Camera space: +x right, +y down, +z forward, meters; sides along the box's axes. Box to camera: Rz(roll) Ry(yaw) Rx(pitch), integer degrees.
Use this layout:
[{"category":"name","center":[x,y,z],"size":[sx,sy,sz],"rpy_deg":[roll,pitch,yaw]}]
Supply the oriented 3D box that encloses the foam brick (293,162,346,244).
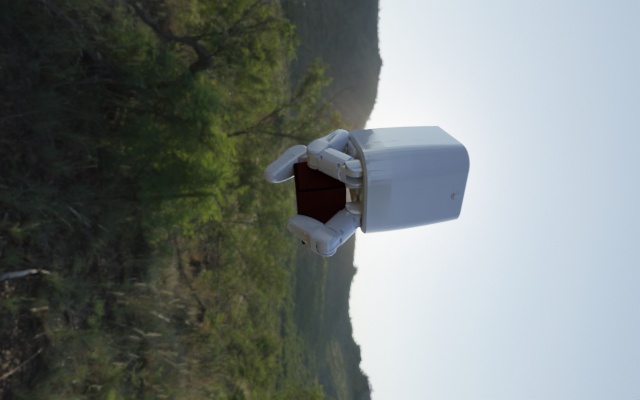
[{"category":"foam brick","center":[0.000,0.002,0.523],"size":[0.051,0.078,0.053],"rpy_deg":[-6,41,-4]}]
